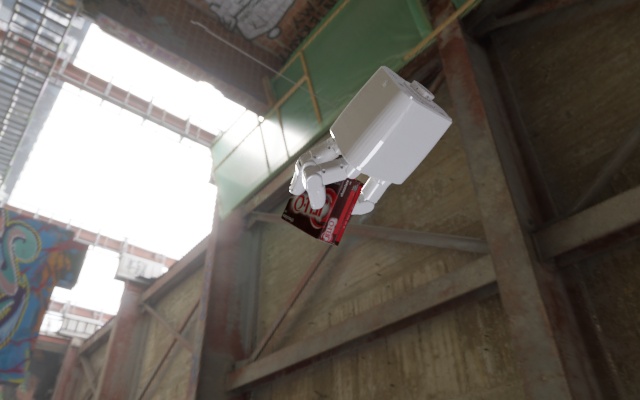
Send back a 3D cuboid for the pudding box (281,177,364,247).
[{"bbox_3d":[0.000,0.002,0.643,0.039,0.090,0.113,24,-1,-30],"label":"pudding box"}]
